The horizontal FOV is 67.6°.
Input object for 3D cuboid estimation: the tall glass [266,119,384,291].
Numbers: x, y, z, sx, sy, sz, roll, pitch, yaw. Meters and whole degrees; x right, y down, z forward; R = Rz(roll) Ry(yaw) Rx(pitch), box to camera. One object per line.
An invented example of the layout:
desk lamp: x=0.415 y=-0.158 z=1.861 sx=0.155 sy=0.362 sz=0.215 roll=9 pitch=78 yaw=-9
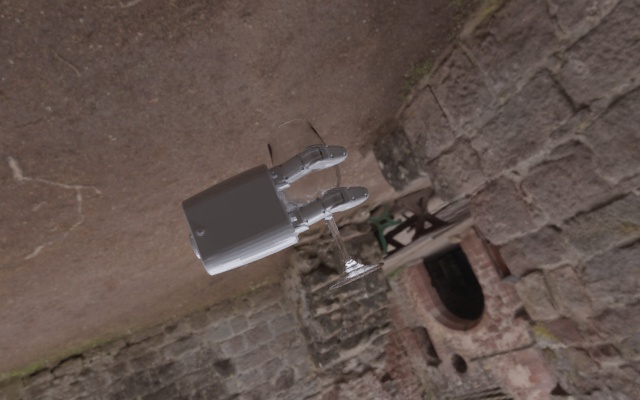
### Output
tall glass: x=0.001 y=0.002 z=0.579 sx=0.079 sy=0.201 sz=0.079 roll=-23 pitch=-14 yaw=-6
